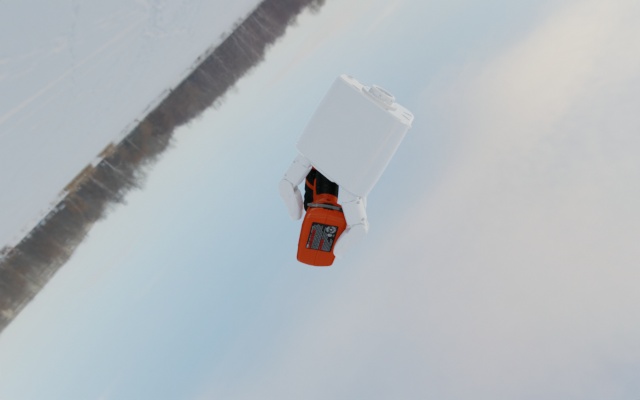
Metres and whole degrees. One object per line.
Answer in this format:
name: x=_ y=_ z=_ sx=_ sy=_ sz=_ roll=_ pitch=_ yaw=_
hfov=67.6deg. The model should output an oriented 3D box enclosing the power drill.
power drill: x=0.000 y=0.002 z=0.701 sx=0.057 sy=0.185 sz=0.187 roll=7 pitch=43 yaw=-5
